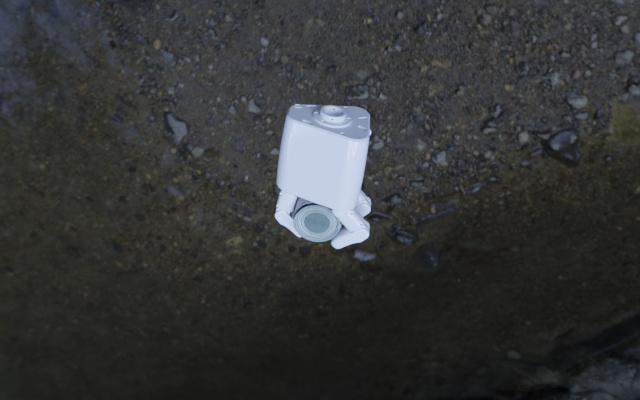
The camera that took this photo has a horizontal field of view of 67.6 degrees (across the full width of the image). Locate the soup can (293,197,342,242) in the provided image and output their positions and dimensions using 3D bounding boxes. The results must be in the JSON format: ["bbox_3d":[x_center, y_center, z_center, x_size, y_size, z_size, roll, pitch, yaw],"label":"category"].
[{"bbox_3d":[0.000,0.003,0.688,0.068,0.069,0.102,0,36,7],"label":"soup can"}]
